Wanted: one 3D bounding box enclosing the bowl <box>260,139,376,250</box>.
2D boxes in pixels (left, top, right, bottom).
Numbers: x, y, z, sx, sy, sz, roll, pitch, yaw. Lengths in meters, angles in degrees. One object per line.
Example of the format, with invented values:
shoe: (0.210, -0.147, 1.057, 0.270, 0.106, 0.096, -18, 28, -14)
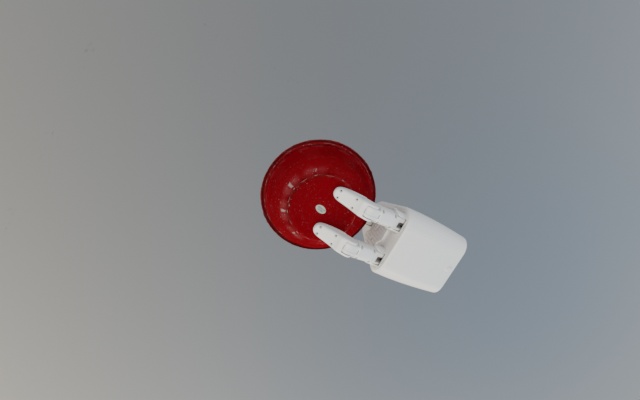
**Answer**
bowl: (-0.001, 0.002, 0.641, 0.162, 0.162, 0.055, 0, 18, -6)
